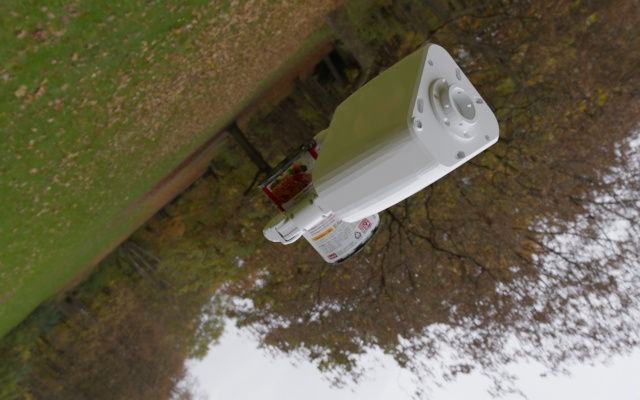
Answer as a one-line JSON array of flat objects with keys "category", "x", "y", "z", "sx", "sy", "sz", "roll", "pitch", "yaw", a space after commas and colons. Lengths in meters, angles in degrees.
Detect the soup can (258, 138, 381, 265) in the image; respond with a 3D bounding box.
[{"category": "soup can", "x": 0.000, "y": 0.002, "z": 0.450, "sx": 0.068, "sy": 0.102, "sz": 0.068, "roll": -40, "pitch": 11, "yaw": 9}]
